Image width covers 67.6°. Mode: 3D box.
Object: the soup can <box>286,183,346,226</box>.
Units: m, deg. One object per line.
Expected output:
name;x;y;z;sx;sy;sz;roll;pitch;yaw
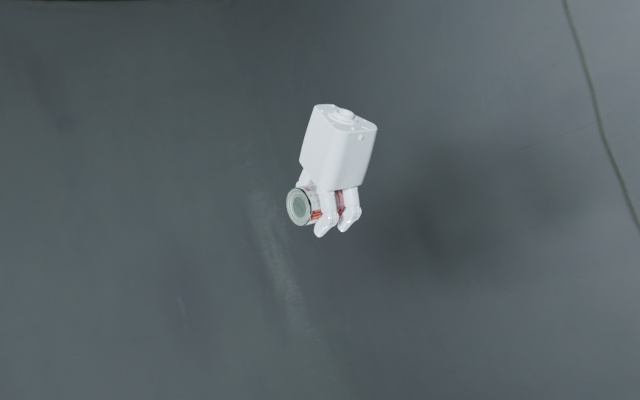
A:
soup can;0.000;0.003;0.838;0.102;0.068;0.068;-12;8;-39
